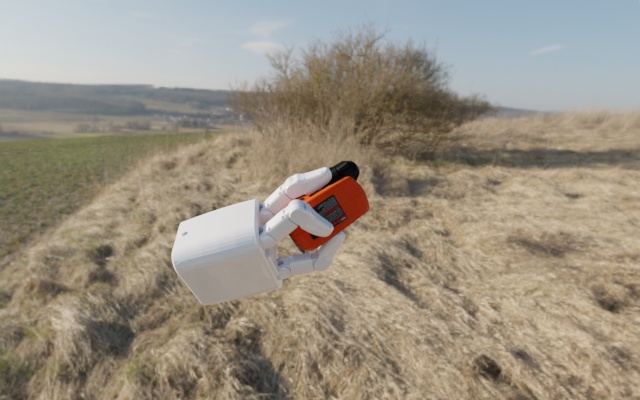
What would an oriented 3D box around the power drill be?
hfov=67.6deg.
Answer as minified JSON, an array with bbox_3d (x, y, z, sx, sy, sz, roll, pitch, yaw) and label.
[{"bbox_3d":[0.000,0.002,0.665,0.184,0.057,0.187,-36,10,-10],"label":"power drill"}]
